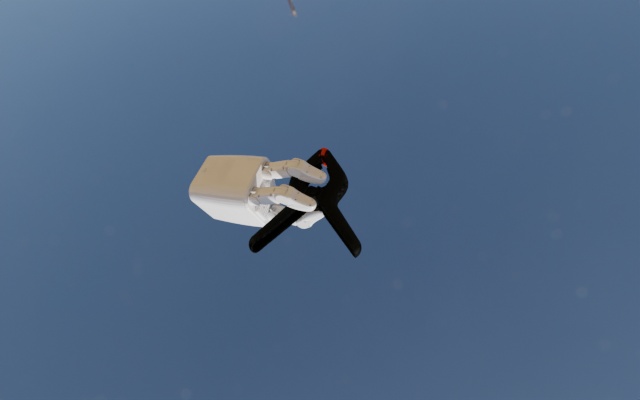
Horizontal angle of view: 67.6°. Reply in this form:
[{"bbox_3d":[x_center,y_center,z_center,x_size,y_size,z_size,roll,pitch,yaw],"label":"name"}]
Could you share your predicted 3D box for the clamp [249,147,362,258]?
[{"bbox_3d":[0.000,0.002,0.730,0.164,0.209,0.036,7,-39,18],"label":"clamp"}]
